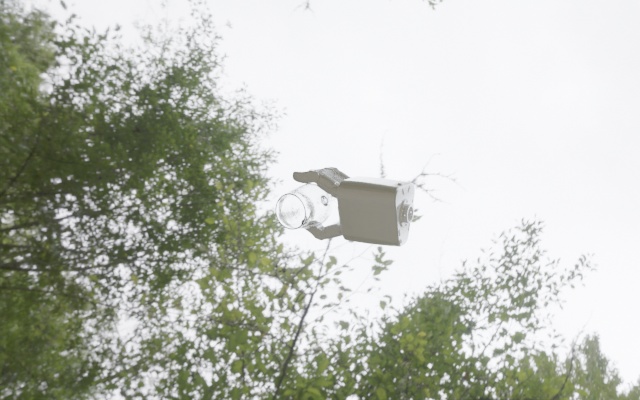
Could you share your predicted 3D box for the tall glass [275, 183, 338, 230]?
[{"bbox_3d":[0.000,0.003,0.881,0.079,0.079,0.201,0,9,32],"label":"tall glass"}]
